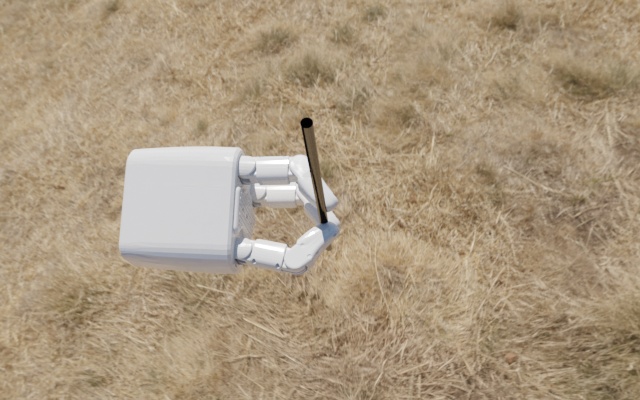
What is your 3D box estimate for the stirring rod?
[{"bbox_3d":[0.000,0.001,0.403,0.011,0.011,0.240,0,-24,4],"label":"stirring rod"}]
